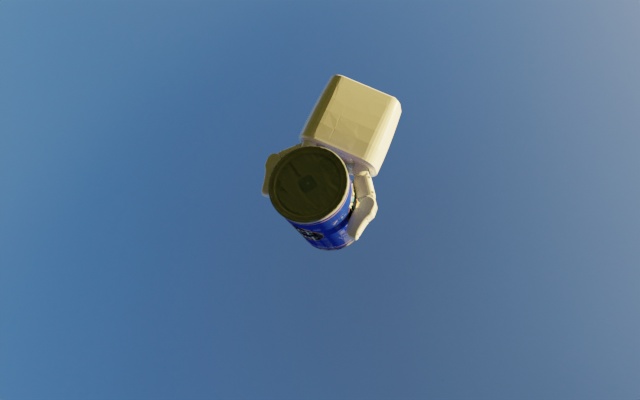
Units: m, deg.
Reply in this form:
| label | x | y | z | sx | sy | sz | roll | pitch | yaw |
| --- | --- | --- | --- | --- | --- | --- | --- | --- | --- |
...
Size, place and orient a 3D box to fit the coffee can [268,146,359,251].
| label | x | y | z | sx | sy | sz | roll | pitch | yaw |
| --- | --- | --- | --- | --- | --- | --- | --- | --- | --- |
| coffee can | 0.000 | 0.002 | 0.652 | 0.103 | 0.102 | 0.140 | 0 | -20 | 14 |
